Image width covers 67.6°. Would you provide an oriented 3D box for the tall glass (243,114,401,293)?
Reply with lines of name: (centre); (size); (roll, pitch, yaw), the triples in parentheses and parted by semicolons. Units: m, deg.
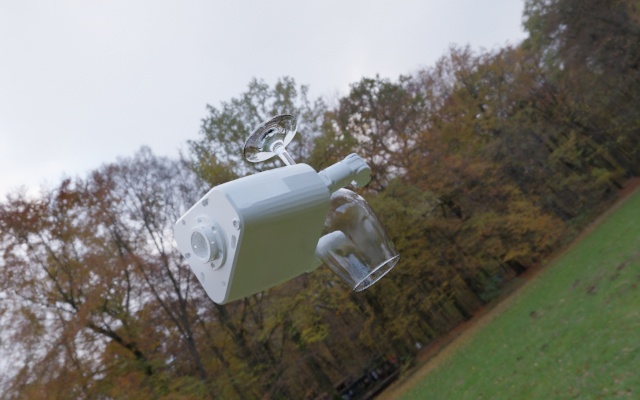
tall glass: (0.000, 0.001, 0.517); (0.079, 0.201, 0.079); (-33, -20, -14)
